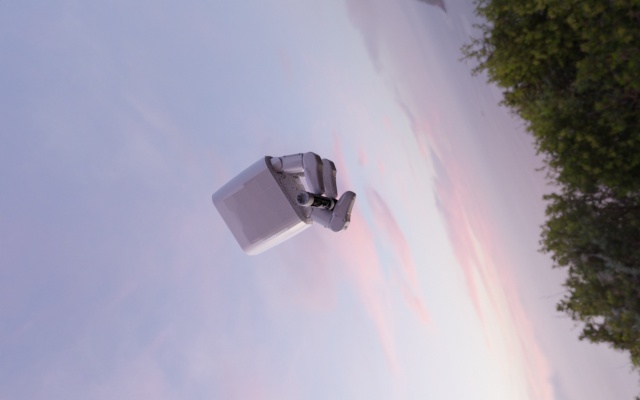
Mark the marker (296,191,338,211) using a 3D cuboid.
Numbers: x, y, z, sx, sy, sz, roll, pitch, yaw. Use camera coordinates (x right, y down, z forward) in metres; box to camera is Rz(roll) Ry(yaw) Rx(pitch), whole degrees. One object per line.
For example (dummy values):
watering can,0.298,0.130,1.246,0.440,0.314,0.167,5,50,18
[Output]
marker,0.000,0.002,0.644,0.020,0.020,0.121,0,-5,22
